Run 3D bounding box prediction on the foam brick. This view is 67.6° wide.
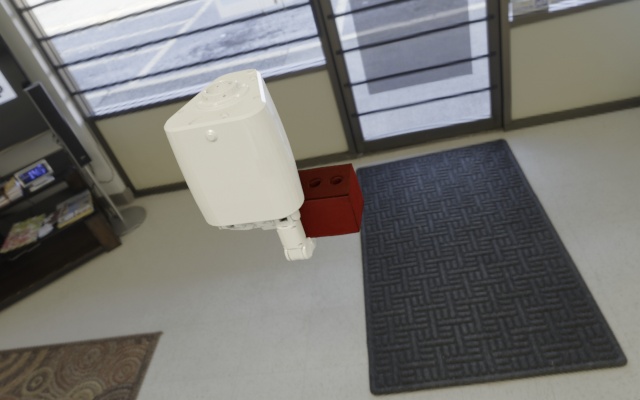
[{"bbox_3d":[0.000,0.002,0.486,0.078,0.051,0.053,-7,36,14],"label":"foam brick"}]
